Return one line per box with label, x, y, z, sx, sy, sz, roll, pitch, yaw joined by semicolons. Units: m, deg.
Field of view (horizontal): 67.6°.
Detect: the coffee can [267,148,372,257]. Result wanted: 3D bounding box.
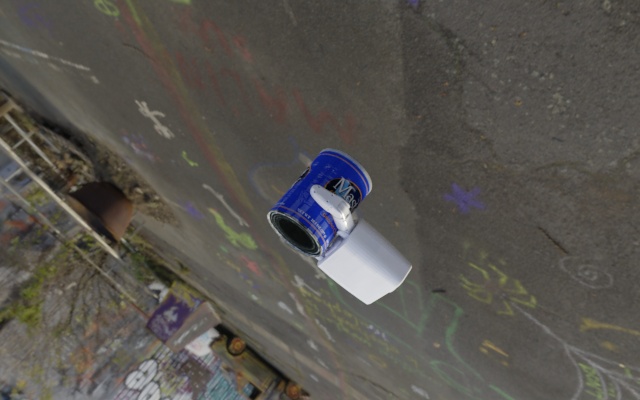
coffee can;0.000;0.002;0.744;0.103;0.140;0.103;31;-26;17
